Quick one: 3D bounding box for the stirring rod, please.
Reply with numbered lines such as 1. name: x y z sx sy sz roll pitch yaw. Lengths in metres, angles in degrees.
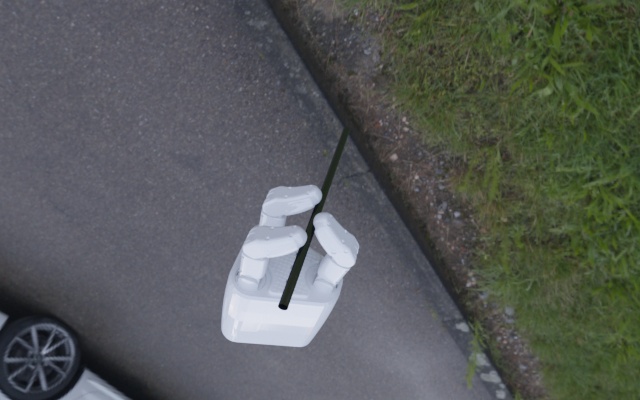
1. stirring rod: 0.000 0.001 0.450 0.011 0.011 0.239 0 42 19
